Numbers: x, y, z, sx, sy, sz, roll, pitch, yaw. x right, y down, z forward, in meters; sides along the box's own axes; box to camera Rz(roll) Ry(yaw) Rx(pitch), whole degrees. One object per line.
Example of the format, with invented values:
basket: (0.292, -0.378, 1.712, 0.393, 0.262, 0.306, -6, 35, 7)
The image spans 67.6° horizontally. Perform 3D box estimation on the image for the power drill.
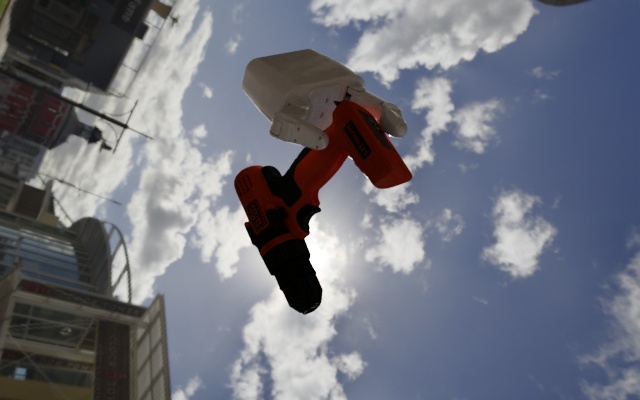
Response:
power drill: (0.000, 0.001, 0.505, 0.188, 0.184, 0.057, -38, -25, 22)
